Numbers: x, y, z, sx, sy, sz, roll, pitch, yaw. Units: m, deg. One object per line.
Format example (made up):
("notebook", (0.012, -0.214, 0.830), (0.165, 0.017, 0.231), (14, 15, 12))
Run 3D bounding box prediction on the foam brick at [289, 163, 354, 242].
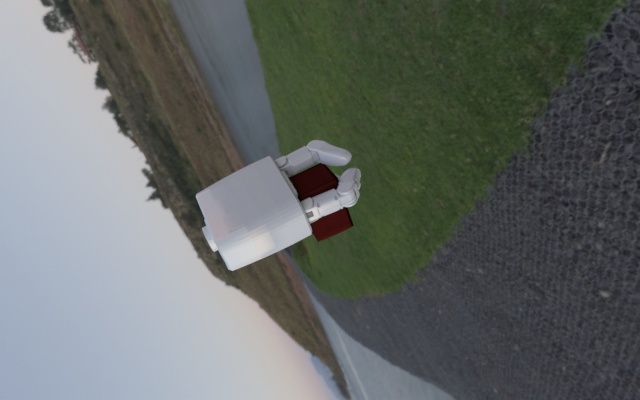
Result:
("foam brick", (0.000, 0.002, 0.603), (0.051, 0.078, 0.053), (-27, 34, -9))
